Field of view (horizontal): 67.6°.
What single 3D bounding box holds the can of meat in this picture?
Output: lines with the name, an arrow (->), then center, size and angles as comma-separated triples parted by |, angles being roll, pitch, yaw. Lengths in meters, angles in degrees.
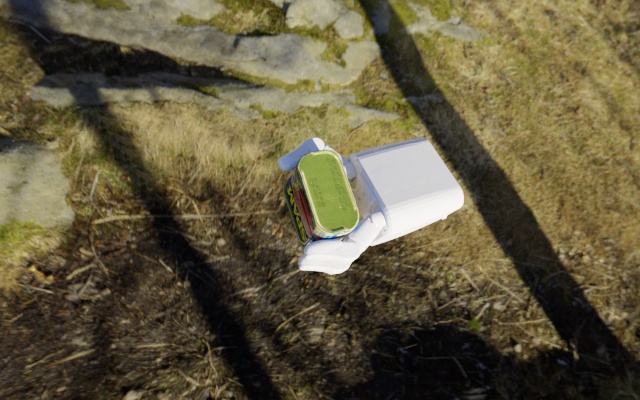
can of meat -> 0.000, 0.002, 0.553 | 0.057, 0.102, 0.084 | -14, -14, -18
